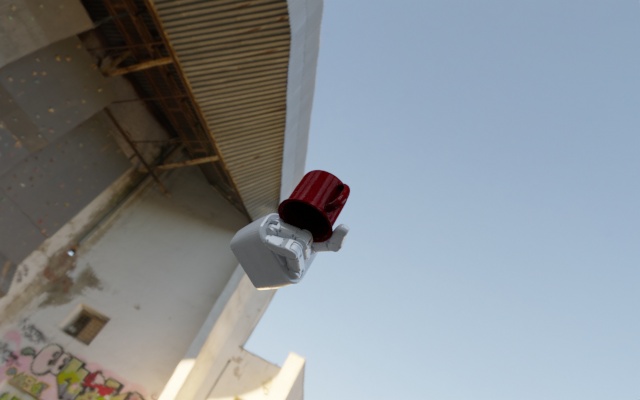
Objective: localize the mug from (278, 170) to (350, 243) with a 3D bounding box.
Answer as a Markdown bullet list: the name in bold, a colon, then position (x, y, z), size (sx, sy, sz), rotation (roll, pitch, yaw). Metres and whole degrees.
- **mug**: position (0.001, 0.002, 0.745), size (0.117, 0.093, 0.081), rotation (-23, 27, 46)
